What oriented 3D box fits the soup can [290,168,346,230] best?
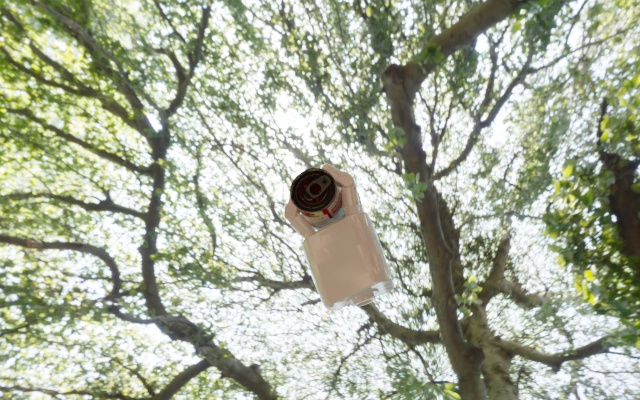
[{"bbox_3d":[0.000,0.002,0.719,0.068,0.068,0.102,0,-20,13],"label":"soup can"}]
